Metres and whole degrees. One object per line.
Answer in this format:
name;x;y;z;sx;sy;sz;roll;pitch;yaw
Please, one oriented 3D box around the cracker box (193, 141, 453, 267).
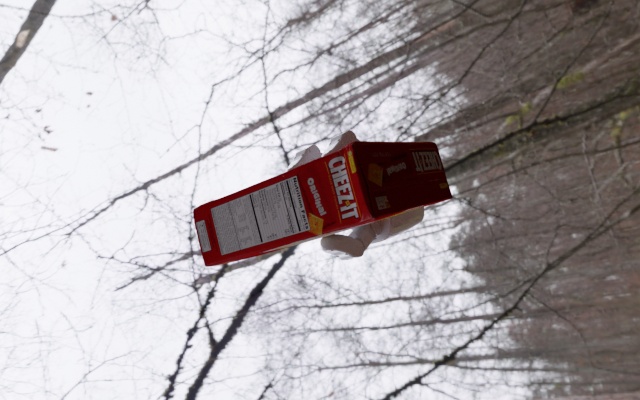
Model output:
cracker box;0.000;0.002;0.492;0.214;0.072;0.164;-19;-5;37
